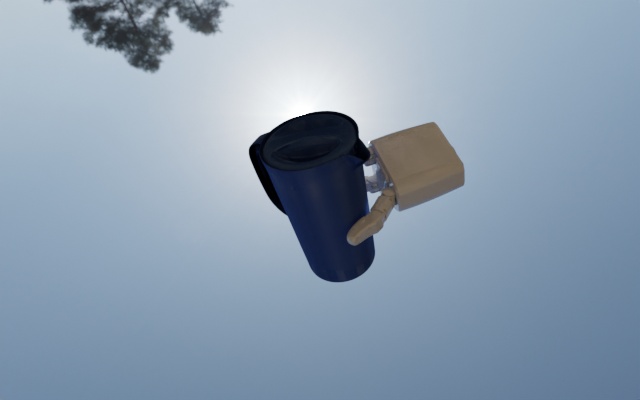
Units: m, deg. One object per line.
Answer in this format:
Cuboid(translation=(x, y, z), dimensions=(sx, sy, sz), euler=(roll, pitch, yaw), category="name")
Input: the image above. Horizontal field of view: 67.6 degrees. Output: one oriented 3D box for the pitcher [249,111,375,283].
Cuboid(translation=(0.000, 0.002, 0.693), dimensions=(0.145, 0.243, 0.149), euler=(-21, 40, -6), category="pitcher")
